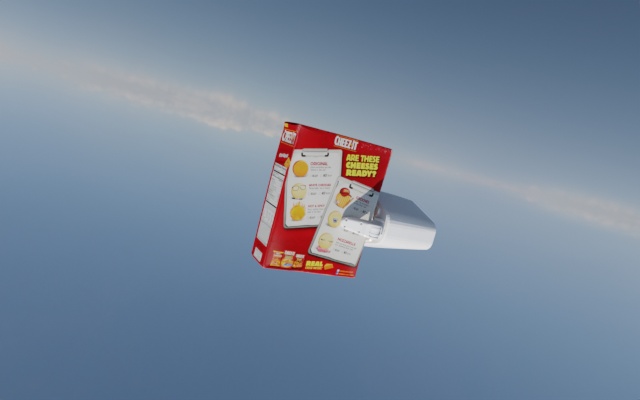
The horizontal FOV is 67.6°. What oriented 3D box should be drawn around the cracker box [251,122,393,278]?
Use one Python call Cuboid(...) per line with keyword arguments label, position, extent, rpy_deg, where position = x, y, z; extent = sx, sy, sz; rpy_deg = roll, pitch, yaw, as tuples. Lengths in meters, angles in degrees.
Cuboid(label="cracker box", position=(0.000, 0.003, 0.734), extent=(0.164, 0.214, 0.072), rpy_deg=(11, 8, -29))
